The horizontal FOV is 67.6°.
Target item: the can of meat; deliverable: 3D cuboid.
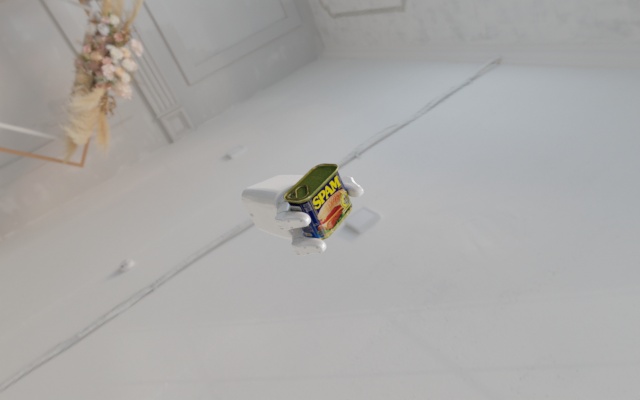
[{"bbox_3d":[0.000,0.003,0.776,0.057,0.084,0.102,6,41,43],"label":"can of meat"}]
